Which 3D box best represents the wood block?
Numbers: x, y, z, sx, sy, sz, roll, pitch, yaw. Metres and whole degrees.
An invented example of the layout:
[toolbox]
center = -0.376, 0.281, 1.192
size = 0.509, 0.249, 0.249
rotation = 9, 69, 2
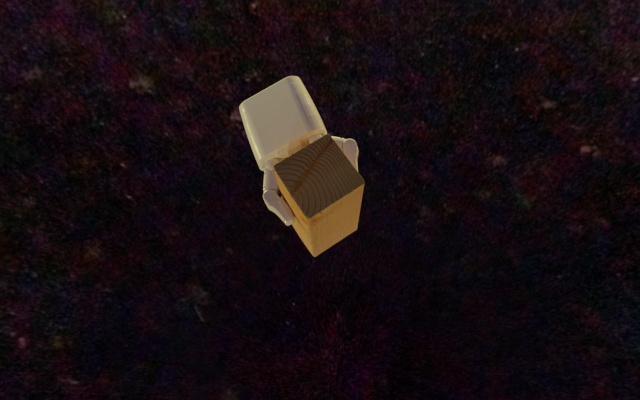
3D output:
[wood block]
center = 0.000, 0.002, 0.711
size = 0.091, 0.090, 0.206
rotation = -32, -18, -9
